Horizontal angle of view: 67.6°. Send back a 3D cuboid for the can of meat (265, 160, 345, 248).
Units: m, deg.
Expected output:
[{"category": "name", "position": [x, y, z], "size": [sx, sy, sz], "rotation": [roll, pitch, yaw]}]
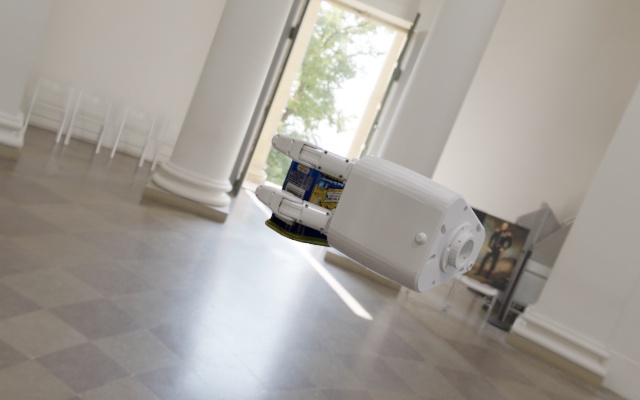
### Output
[{"category": "can of meat", "position": [0.000, 0.001, 0.525], "size": [0.102, 0.084, 0.057], "rotation": [14, 10, -46]}]
